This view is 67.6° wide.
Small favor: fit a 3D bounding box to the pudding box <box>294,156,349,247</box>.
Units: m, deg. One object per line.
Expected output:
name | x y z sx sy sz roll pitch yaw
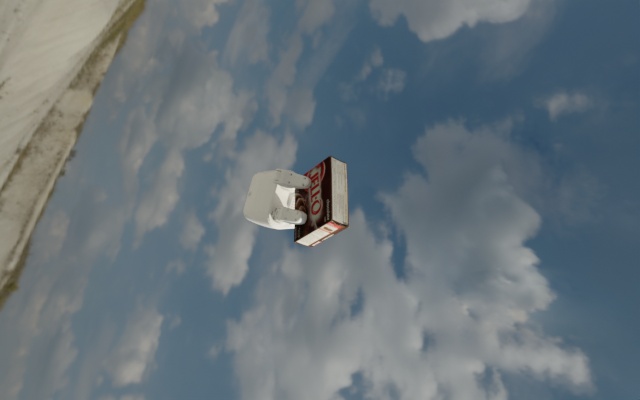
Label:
pudding box | 0.000 0.002 0.716 0.039 0.113 0.090 18 -35 -33
